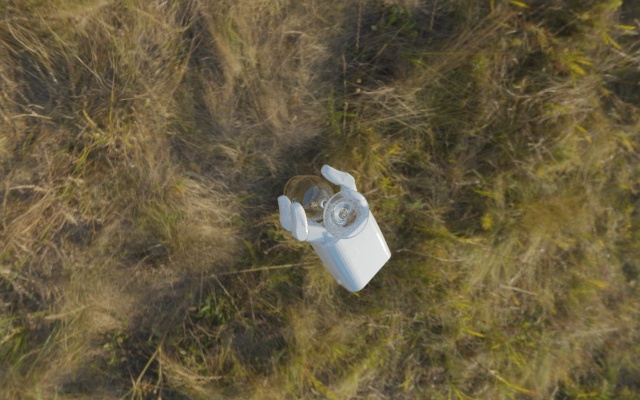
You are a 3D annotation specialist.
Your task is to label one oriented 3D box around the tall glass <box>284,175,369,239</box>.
[{"bbox_3d":[0.000,0.003,0.783,0.079,0.079,0.201,0,11,-23],"label":"tall glass"}]
